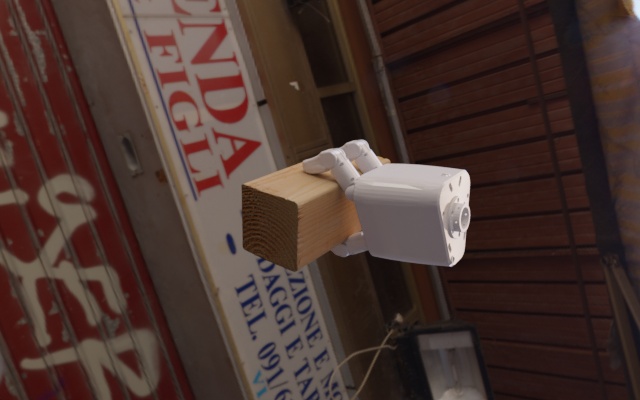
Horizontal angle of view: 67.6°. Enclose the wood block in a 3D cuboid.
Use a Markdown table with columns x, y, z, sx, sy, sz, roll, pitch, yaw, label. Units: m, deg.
| x | y | z | sx | sy | sz | roll | pitch | yaw | label |
| --- | --- | --- | --- | --- | --- | --- | --- | --- | --- |
| 0.000 | 0.002 | 0.631 | 0.090 | 0.091 | 0.206 | 18 | 27 | 33 | wood block |
